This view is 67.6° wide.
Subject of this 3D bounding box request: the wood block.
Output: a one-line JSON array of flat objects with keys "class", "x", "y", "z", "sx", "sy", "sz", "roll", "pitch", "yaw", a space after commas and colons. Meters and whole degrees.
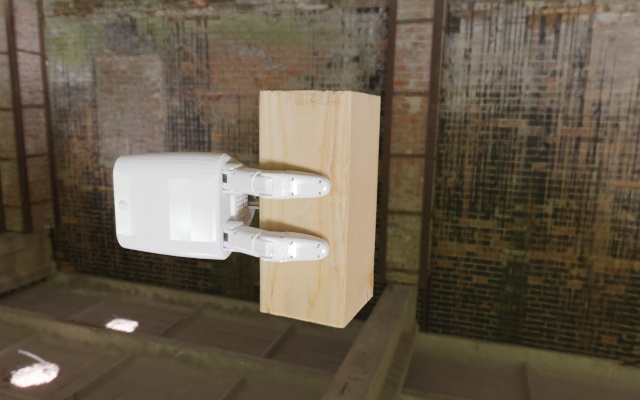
[{"class": "wood block", "x": 0.000, "y": 0.002, "z": 0.461, "sx": 0.090, "sy": 0.206, "sz": 0.091, "roll": 5, "pitch": 11, "yaw": 22}]
